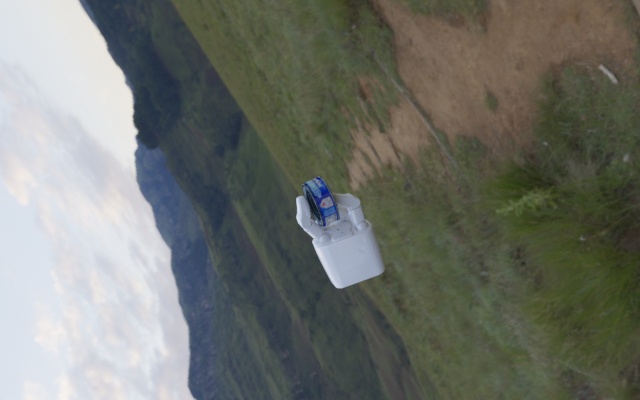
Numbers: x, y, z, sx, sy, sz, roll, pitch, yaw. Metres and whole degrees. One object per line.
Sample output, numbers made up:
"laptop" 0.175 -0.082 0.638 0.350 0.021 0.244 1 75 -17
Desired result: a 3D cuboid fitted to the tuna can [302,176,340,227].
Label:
"tuna can" 0.000 0.003 0.841 0.034 0.086 0.086 -24 5 -11
